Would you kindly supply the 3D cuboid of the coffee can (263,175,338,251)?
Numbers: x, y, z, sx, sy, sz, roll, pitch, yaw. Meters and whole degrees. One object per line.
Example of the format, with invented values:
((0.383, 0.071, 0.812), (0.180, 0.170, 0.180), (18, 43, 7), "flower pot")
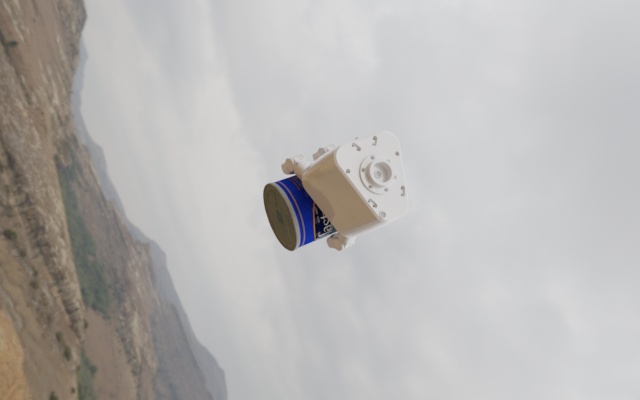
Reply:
((0.000, 0.002, 0.706), (0.140, 0.103, 0.103), (-21, 9, -24), "coffee can")
